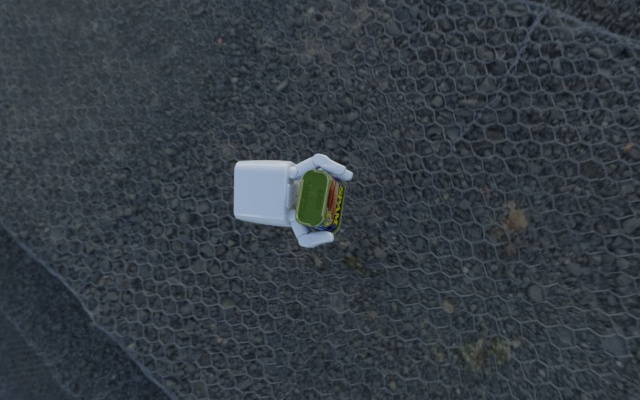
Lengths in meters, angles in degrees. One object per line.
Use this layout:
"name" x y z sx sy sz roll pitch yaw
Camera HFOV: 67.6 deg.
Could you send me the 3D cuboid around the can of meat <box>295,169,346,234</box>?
"can of meat" 0.000 0.003 0.822 0.057 0.102 0.084 7 -8 21
